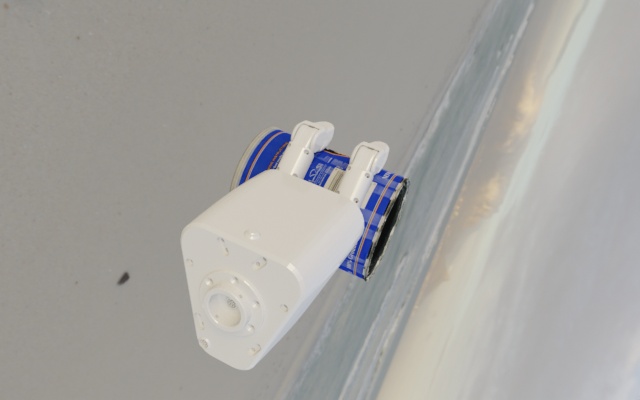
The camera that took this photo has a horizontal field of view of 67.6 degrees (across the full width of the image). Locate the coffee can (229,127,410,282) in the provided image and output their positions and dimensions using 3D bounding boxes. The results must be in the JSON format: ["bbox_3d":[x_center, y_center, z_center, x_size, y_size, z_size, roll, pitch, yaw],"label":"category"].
[{"bbox_3d":[0.000,0.001,0.453,0.140,0.103,0.103,22,6,15],"label":"coffee can"}]
